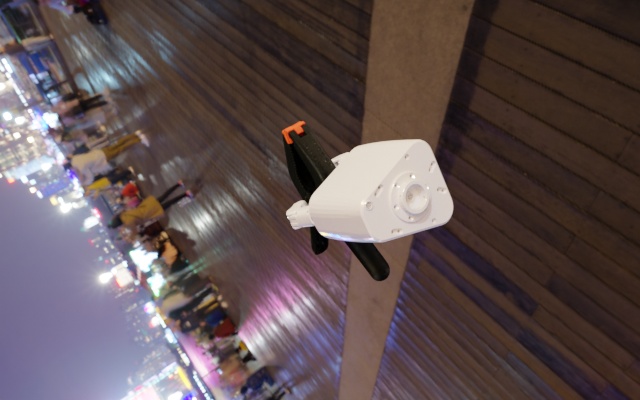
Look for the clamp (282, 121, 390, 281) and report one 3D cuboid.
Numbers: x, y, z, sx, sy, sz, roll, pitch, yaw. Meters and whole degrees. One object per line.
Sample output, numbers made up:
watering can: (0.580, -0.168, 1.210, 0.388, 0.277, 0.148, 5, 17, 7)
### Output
clamp: (-0.001, 0.002, 0.616, 0.036, 0.210, 0.164, -32, 14, -24)
